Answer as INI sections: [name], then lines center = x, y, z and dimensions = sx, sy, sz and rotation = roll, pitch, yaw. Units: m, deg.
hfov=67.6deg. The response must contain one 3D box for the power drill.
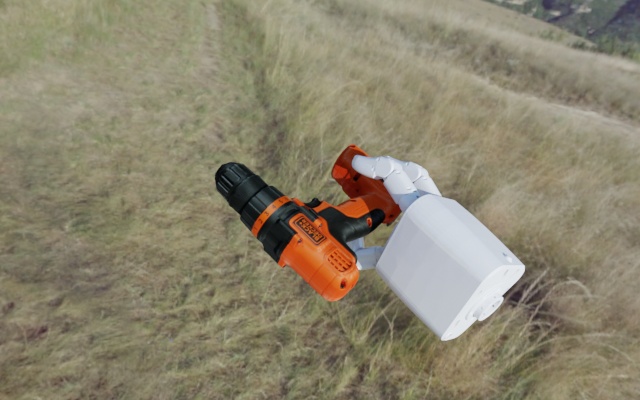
[power drill]
center = 0.001, 0.002, 0.531
dimensions = 0.187, 0.184, 0.057
rotation = -34, -17, -45
